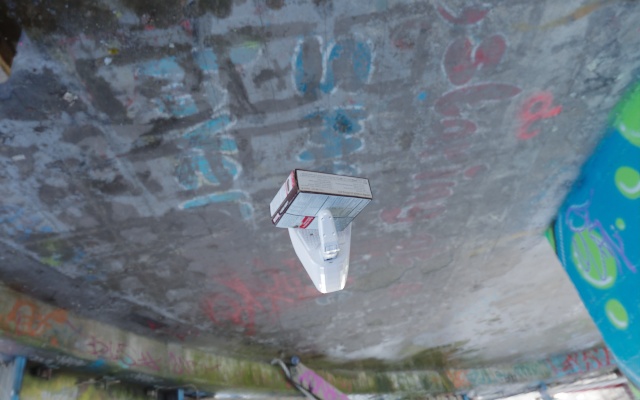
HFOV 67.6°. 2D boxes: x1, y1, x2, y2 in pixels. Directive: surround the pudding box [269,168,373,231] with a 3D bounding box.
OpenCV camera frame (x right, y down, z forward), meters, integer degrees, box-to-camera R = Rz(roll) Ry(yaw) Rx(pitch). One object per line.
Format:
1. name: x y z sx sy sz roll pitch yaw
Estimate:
1. pudding box: 0.000 0.002 0.637 0.113 0.039 0.090 4 -35 -28
